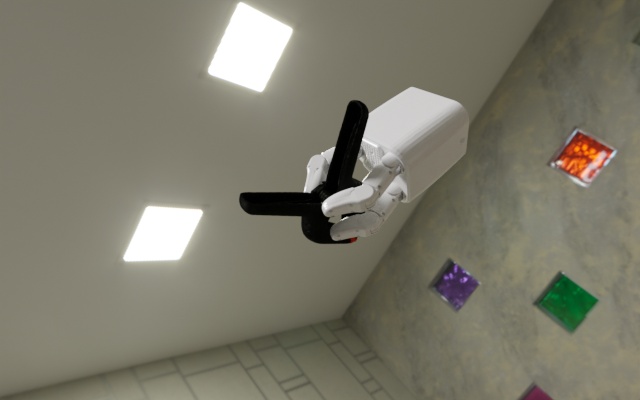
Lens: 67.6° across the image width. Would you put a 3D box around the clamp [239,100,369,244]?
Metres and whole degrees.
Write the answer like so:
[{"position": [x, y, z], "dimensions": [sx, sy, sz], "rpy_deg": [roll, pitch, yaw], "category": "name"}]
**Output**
[{"position": [0.000, 0.001, 0.554], "dimensions": [0.164, 0.036, 0.210], "rpy_deg": [-36, -34, -13], "category": "clamp"}]
